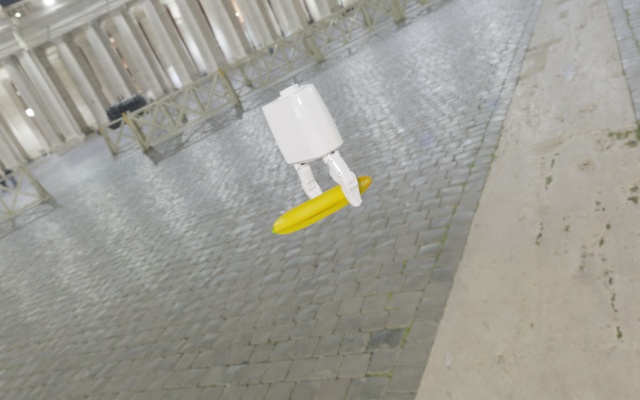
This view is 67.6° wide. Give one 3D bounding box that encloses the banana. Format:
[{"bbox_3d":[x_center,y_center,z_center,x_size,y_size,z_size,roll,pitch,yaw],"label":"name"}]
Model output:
[{"bbox_3d":[-0.003,0.009,0.802,0.198,0.037,0.069,-26,13,7],"label":"banana"}]
